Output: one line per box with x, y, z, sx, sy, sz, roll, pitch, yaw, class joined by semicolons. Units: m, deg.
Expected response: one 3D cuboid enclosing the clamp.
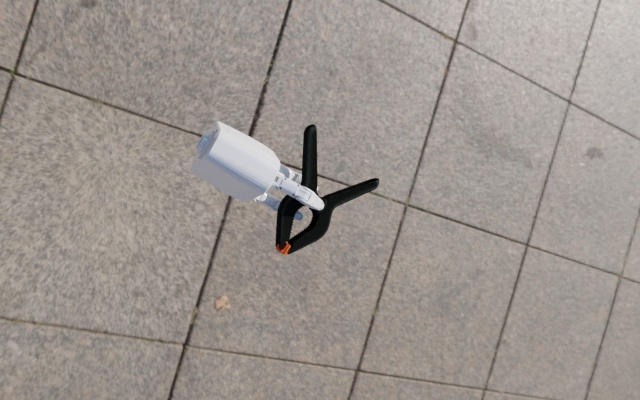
0.000;0.003;0.794;0.164;0.210;0.036;30;-7;-23;clamp
